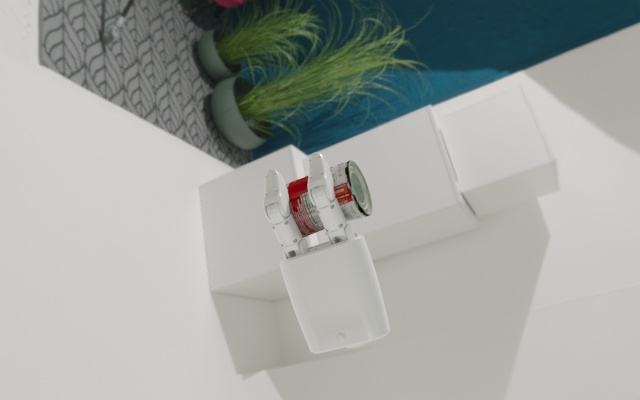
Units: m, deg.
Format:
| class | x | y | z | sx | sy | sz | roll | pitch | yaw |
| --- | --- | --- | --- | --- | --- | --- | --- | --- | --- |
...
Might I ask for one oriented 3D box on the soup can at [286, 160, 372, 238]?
| class | x | y | z | sx | sy | sz | roll | pitch | yaw |
| --- | --- | --- | --- | --- | --- | --- | --- | --- | --- |
| soup can | 0.000 | 0.001 | 0.548 | 0.102 | 0.068 | 0.068 | -20 | -7 | 20 |
